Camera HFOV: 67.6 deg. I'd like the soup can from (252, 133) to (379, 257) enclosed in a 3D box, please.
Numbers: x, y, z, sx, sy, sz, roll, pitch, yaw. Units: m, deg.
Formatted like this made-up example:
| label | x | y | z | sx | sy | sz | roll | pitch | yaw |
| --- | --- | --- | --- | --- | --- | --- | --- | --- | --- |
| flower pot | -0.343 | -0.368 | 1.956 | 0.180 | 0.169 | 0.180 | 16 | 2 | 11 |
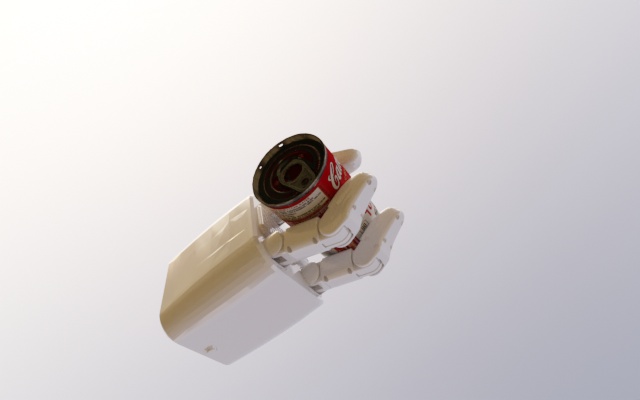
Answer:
| label | x | y | z | sx | sy | sz | roll | pitch | yaw |
| --- | --- | --- | --- | --- | --- | --- | --- | --- | --- |
| soup can | 0.001 | 0.001 | 0.402 | 0.068 | 0.068 | 0.102 | 0 | -31 | 36 |
